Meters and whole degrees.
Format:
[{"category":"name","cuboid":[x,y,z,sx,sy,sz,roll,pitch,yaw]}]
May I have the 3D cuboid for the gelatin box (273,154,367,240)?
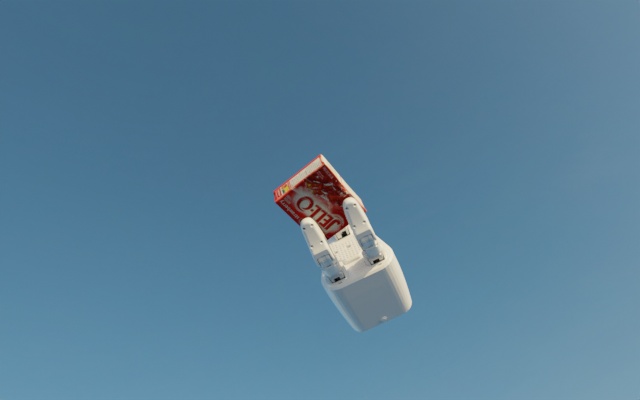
[{"category":"gelatin box","cuboid":[0.000,0.001,0.565,0.073,0.089,0.030,-37,31,10]}]
